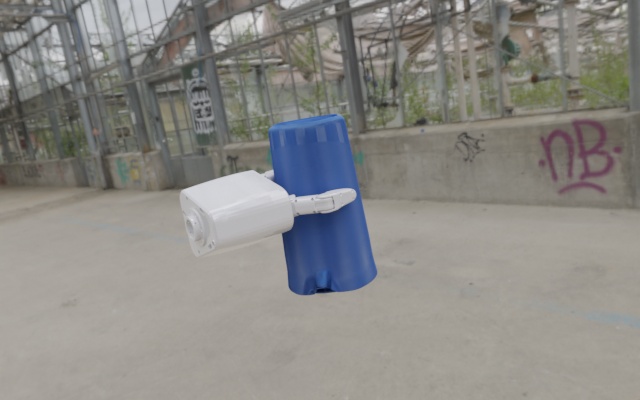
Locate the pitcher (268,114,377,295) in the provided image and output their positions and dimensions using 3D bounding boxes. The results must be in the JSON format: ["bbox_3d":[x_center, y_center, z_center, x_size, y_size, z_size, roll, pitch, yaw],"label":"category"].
[{"bbox_3d":[0.000,0.002,0.694,0.145,0.243,0.149,-17,14,-32],"label":"pitcher"}]
